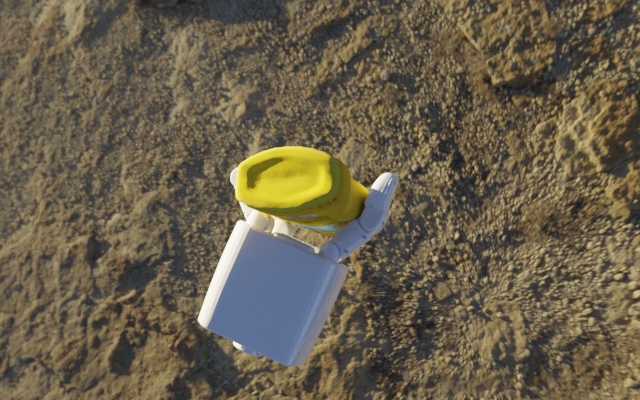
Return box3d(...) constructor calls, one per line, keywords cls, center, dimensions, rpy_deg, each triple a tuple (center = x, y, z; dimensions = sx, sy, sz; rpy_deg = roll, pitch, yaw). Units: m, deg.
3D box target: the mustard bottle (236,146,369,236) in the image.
box3d(cls="mustard bottle", center=(0.000, 0.001, 0.478), dimensions=(0.096, 0.058, 0.192), rpy_deg=(-4, -13, 18))
